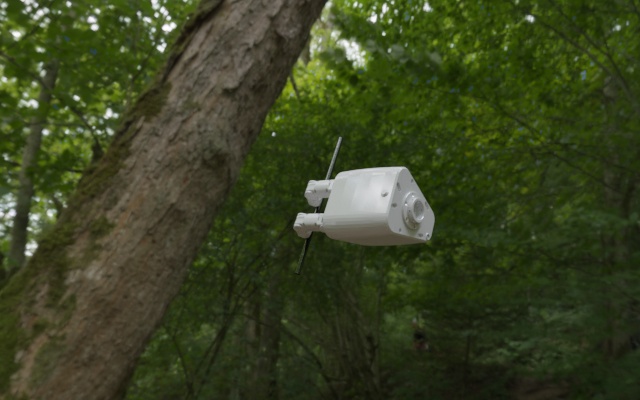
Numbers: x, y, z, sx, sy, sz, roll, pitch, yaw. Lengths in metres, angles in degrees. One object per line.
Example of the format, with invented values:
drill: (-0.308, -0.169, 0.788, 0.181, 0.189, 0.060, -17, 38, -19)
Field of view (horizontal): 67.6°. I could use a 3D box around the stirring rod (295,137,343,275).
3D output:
stirring rod: (0.000, 0.003, 0.750, 0.011, 0.239, 0.011, 15, -22, 6)
